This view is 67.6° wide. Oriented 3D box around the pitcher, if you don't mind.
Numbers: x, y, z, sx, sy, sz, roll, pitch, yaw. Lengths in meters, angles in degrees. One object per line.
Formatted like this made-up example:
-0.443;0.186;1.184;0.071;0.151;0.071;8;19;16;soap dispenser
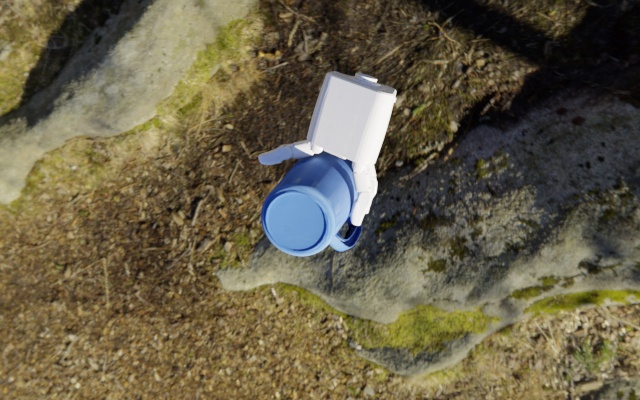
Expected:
0.000;0.002;0.759;0.149;0.145;0.242;19;21;7;pitcher
